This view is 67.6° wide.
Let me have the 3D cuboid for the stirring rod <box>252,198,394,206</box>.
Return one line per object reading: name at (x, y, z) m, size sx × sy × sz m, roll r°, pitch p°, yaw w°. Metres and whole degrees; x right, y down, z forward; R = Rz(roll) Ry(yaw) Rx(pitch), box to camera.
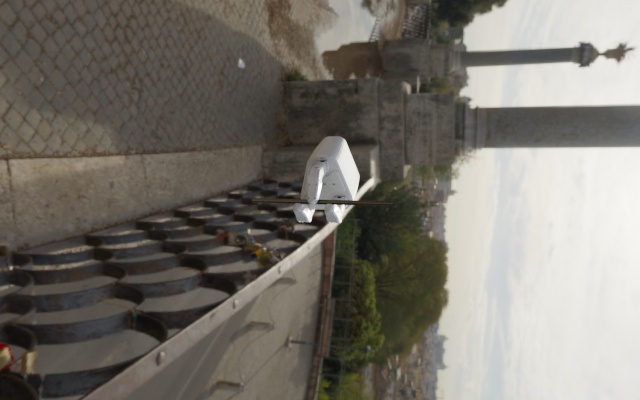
stirring rod at (0.000, 0.002, 0.788) m, size 0.239 × 0.011 × 0.011 m, roll 1°, pitch 0°, yaw 14°
